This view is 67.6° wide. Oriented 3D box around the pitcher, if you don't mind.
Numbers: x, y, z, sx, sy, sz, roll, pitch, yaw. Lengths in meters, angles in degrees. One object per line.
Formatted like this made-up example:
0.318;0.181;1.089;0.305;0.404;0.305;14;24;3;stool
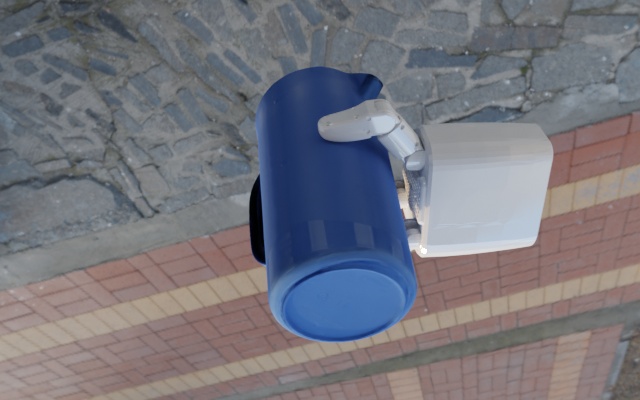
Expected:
0.000;0.001;0.430;0.145;0.149;0.242;-3;42;-3;pitcher
